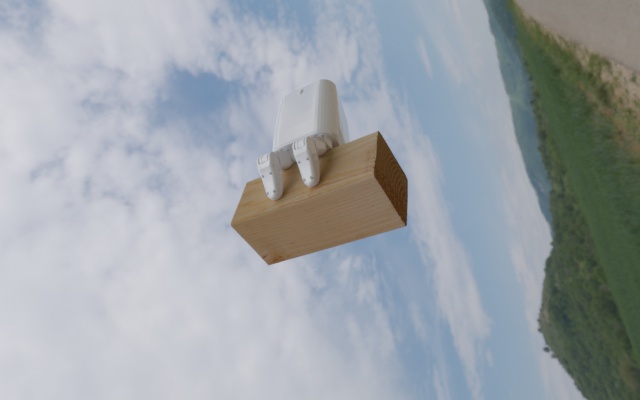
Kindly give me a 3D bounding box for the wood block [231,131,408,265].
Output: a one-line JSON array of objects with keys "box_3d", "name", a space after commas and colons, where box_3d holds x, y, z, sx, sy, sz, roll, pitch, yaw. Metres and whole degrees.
[{"box_3d": [0.000, 0.002, 0.620, 0.206, 0.090, 0.091, -19, -53, 27], "name": "wood block"}]
